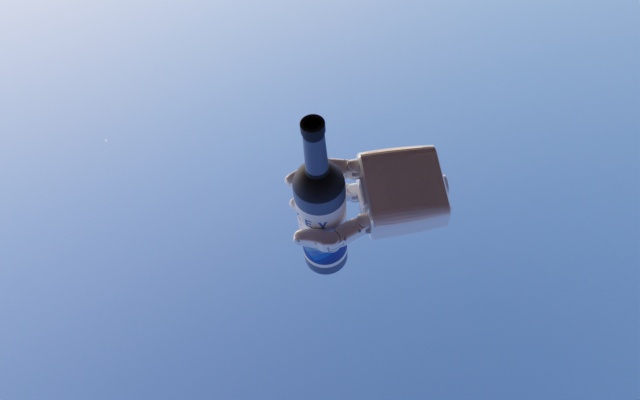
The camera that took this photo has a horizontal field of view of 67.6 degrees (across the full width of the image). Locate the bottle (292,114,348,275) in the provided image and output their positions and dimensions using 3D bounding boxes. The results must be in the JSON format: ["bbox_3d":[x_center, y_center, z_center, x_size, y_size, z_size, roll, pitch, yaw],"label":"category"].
[{"bbox_3d":[0.000,0.002,0.622,0.069,0.069,0.296,0,-35,4],"label":"bottle"}]
